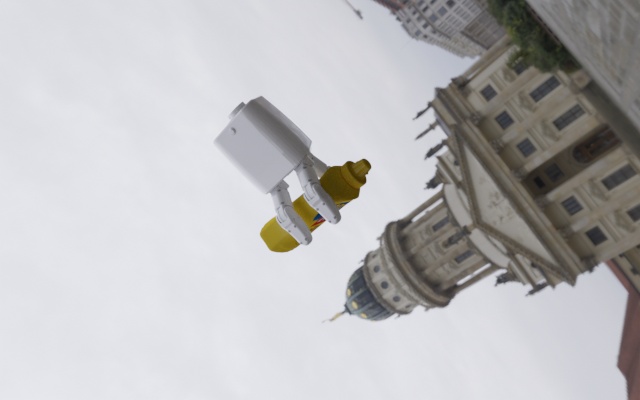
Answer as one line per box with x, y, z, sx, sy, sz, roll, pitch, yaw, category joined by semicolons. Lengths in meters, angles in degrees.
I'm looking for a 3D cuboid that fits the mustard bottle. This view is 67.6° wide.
0.000;0.003;0.697;0.192;0.058;0.096;-41;-13;29;mustard bottle
